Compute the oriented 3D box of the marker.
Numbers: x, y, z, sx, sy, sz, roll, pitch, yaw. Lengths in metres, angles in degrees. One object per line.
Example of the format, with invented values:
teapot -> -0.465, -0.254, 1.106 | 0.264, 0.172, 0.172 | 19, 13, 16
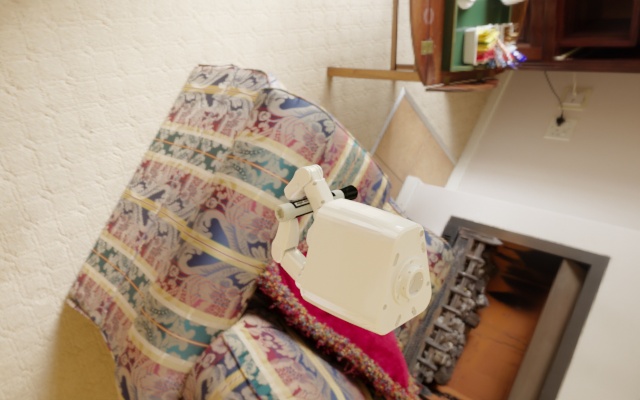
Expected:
marker -> 0.000, 0.002, 0.552 | 0.121, 0.020, 0.020 | -16, 11, -41
